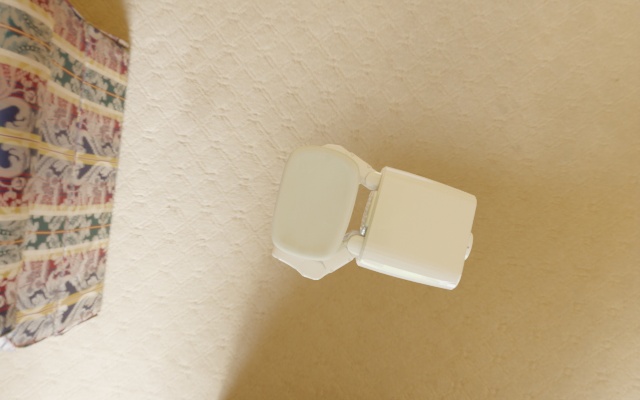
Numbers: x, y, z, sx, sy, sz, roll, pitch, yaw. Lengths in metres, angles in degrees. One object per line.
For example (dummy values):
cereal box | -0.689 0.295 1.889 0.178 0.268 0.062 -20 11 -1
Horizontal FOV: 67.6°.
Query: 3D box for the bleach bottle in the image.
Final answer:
bleach bottle | 0.000 0.002 0.534 0.068 0.102 0.251 15 2 2
